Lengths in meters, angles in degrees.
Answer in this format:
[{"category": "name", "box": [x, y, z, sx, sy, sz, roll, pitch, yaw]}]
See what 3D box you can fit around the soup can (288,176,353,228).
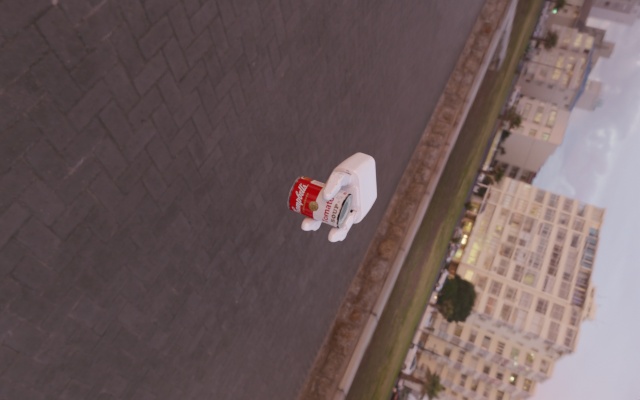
[{"category": "soup can", "box": [0.000, 0.003, 0.873, 0.102, 0.068, 0.068, 21, 6, 16]}]
